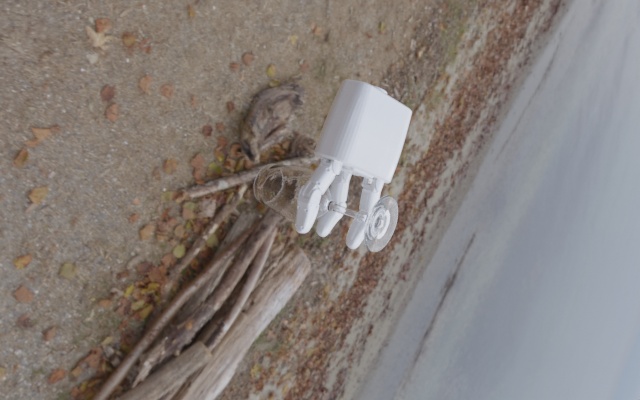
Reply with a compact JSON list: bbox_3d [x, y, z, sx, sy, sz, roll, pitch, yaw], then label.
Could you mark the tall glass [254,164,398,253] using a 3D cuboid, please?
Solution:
[{"bbox_3d":[0.001,0.002,0.647,0.201,0.079,0.079,19,11,35],"label":"tall glass"}]
